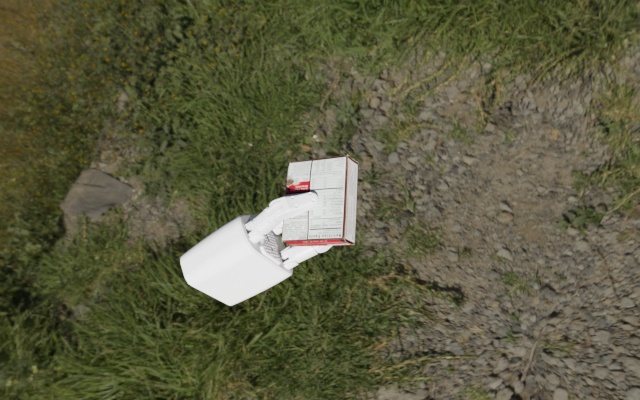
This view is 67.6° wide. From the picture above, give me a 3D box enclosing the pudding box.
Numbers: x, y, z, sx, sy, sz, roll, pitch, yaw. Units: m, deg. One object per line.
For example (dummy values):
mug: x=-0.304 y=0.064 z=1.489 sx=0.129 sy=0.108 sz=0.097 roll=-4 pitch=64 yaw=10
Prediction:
pudding box: x=0.000 y=0.002 z=0.615 sx=0.090 sy=0.113 sz=0.039 roll=-4 pitch=-15 yaw=26
